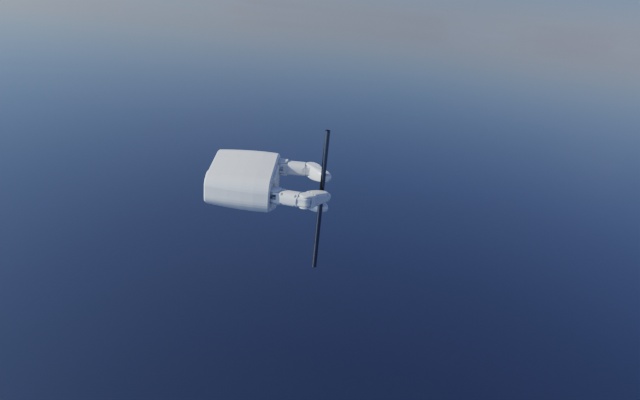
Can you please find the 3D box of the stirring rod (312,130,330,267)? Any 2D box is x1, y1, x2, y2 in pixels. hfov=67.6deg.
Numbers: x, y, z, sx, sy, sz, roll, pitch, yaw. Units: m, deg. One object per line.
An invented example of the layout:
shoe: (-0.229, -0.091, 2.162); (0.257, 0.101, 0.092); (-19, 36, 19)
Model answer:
stirring rod: (0.000, 0.003, 0.787); (0.011, 0.240, 0.011); (5, 21, -2)
